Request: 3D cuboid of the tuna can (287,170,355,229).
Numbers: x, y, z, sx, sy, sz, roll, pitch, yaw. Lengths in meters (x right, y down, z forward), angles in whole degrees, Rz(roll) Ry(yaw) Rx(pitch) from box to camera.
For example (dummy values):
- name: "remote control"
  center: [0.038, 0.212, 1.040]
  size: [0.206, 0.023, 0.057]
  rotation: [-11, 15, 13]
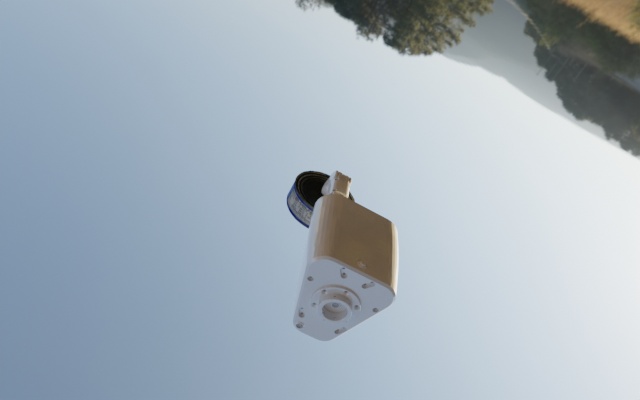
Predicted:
- name: "tuna can"
  center: [0.000, 0.002, 0.619]
  size: [0.086, 0.034, 0.086]
  rotation: [20, 36, -15]
